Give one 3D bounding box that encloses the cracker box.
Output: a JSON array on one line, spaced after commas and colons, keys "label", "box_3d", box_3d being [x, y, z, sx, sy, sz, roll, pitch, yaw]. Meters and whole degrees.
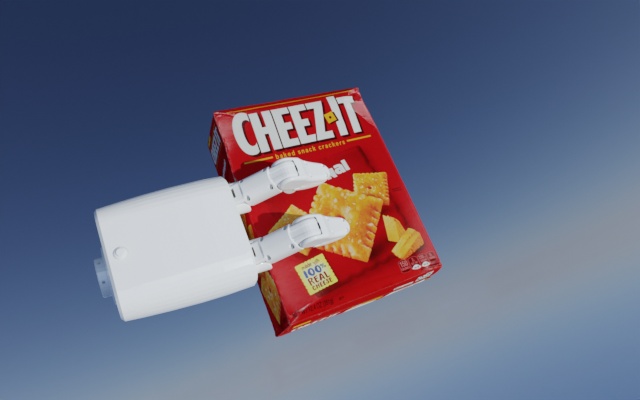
[{"label": "cracker box", "box_3d": [0.000, 0.002, 0.473, 0.164, 0.213, 0.072, -15, -18, -23]}]
